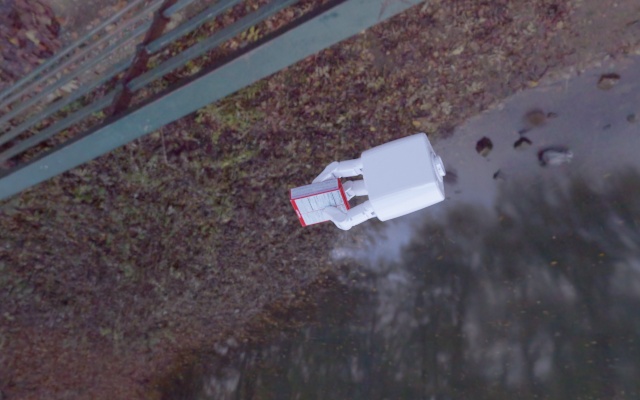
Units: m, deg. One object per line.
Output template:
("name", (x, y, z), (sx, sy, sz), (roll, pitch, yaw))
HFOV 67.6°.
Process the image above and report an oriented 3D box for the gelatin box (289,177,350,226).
("gelatin box", (0.000, 0.003, 0.808), (0.089, 0.030, 0.073), (-14, -42, 8))
